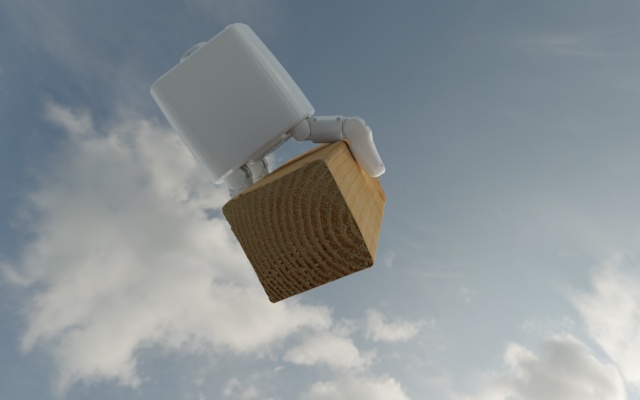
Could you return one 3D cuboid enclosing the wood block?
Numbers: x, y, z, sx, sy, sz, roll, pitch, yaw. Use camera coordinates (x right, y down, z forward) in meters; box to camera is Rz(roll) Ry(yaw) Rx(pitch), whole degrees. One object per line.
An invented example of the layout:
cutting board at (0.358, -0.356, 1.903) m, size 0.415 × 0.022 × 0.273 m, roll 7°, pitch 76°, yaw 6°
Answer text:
wood block at (0.000, 0.001, 0.451) m, size 0.091 × 0.090 × 0.206 m, roll -24°, pitch 9°, yaw 15°
